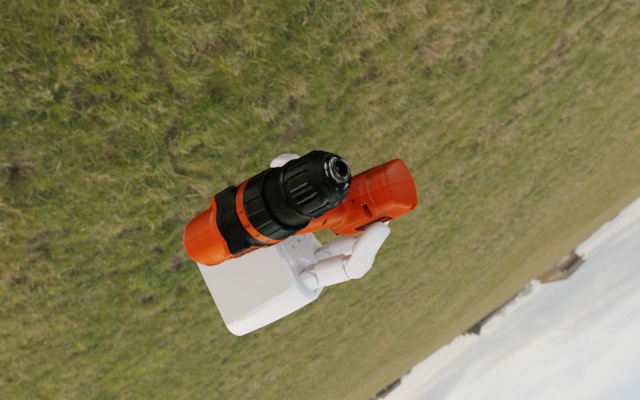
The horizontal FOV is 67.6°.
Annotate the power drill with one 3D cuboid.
[{"bbox_3d":[0.000,0.001,0.408,0.187,0.057,0.184,-7,-12,-45],"label":"power drill"}]
